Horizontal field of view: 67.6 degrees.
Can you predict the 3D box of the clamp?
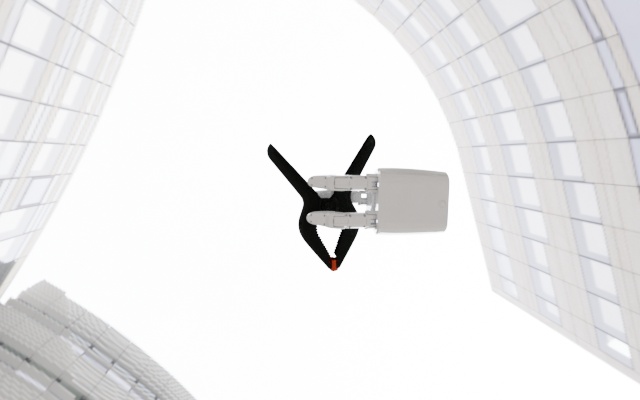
[{"bbox_3d":[0.000,0.003,0.728,0.164,0.210,0.036,1,5,-4],"label":"clamp"}]
